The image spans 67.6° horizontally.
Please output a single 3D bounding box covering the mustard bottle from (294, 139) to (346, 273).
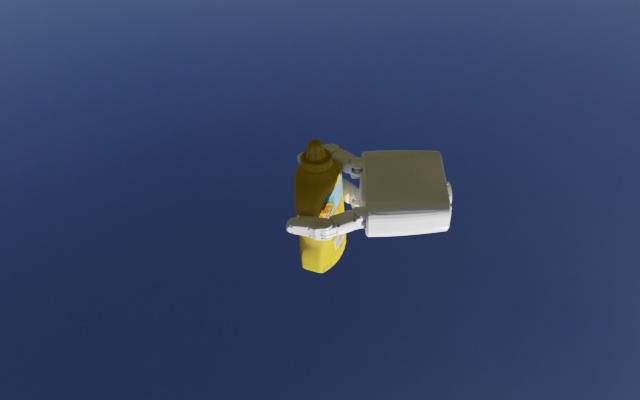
[{"bbox_3d":[0.000,0.002,0.651,0.058,0.192,0.096,14,43,21],"label":"mustard bottle"}]
